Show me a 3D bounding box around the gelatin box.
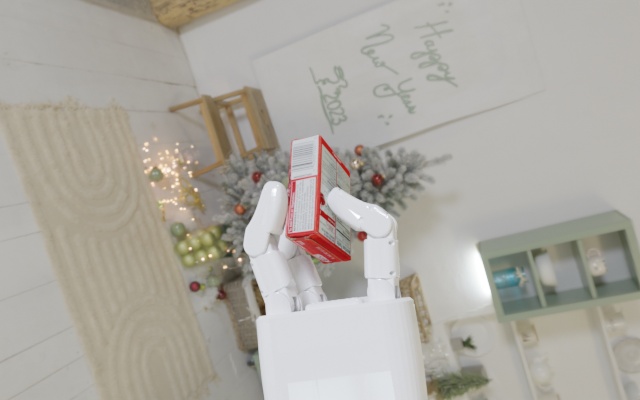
[{"bbox_3d":[0.000,0.001,0.404,0.030,0.089,0.073,-8,-25,22],"label":"gelatin box"}]
